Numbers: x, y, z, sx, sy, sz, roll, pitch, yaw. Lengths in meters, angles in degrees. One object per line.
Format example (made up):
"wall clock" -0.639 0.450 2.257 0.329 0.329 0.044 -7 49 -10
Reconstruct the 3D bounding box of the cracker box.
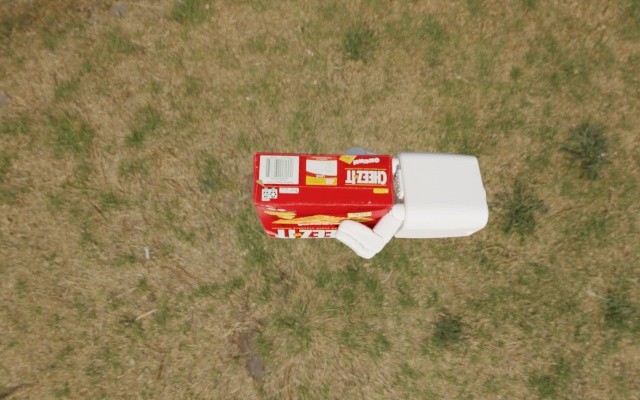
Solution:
"cracker box" 0.000 0.002 0.647 0.164 0.072 0.214 1 -15 -2
